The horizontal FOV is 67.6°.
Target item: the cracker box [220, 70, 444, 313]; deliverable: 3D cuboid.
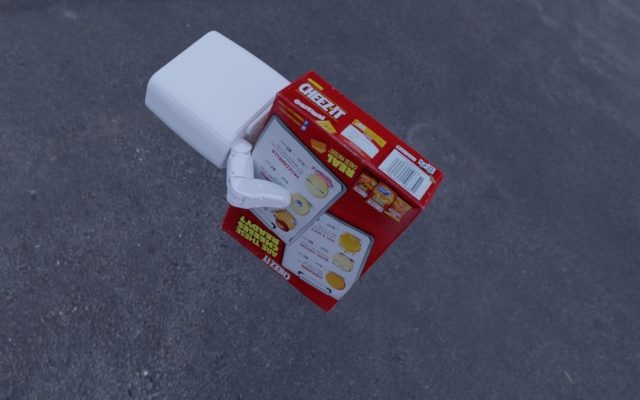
[{"bbox_3d":[0.000,0.002,0.501,0.072,0.164,0.214,-47,-7,-43],"label":"cracker box"}]
